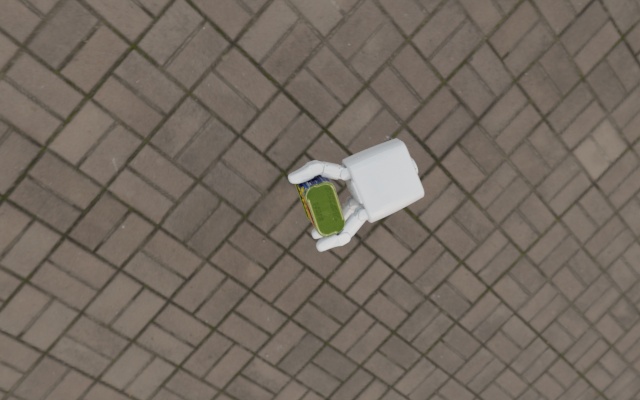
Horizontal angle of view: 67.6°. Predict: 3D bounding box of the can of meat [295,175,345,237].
[{"bbox_3d":[0.000,0.003,0.822,0.057,0.102,0.084,-21,23,-6],"label":"can of meat"}]
